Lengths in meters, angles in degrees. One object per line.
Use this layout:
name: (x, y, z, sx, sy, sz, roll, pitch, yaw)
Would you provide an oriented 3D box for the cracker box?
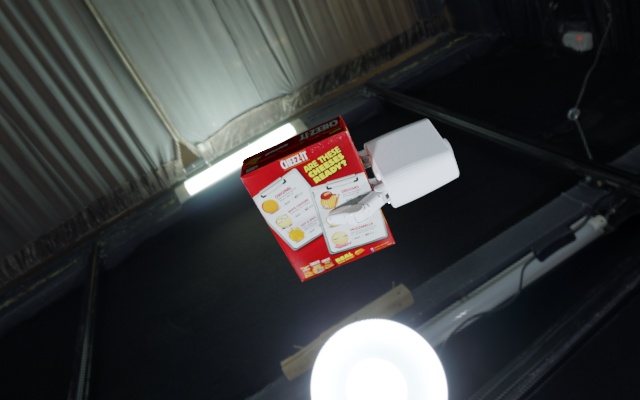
cracker box: (0.000, 0.003, 0.730, 0.164, 0.214, 0.072, -23, 30, 6)
